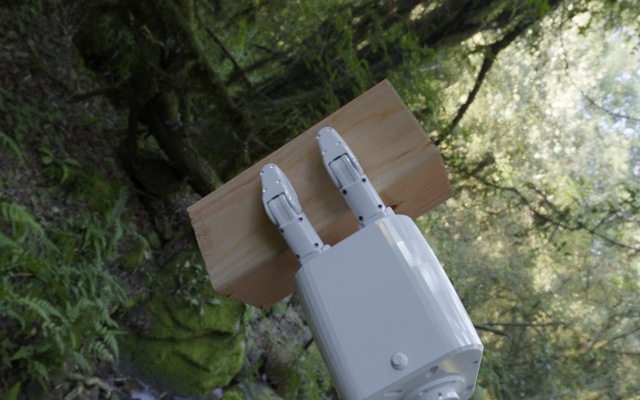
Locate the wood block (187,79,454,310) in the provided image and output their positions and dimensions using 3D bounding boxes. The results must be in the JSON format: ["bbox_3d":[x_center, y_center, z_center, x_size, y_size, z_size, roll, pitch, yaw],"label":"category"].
[{"bbox_3d":[0.000,0.002,0.424,0.206,0.090,0.091,-32,-30,8],"label":"wood block"}]
